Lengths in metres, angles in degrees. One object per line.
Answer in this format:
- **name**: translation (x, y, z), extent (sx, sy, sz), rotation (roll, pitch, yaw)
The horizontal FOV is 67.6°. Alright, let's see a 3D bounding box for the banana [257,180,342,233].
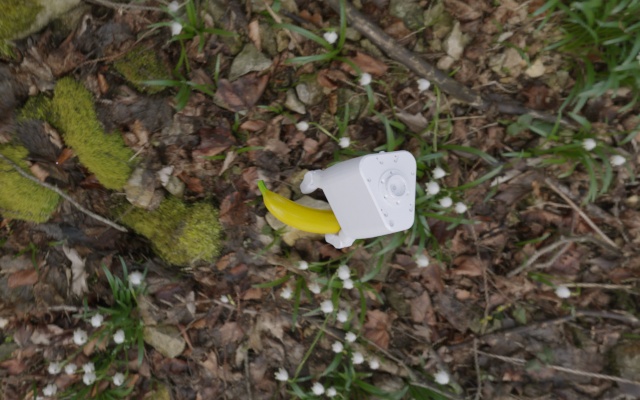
- **banana**: translation (-0.005, 0.019, 0.749), extent (0.198, 0.069, 0.037), rotation (15, -24, -20)
